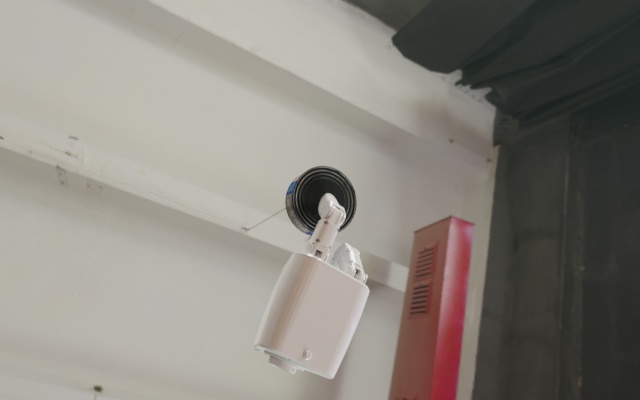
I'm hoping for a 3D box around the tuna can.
[{"bbox_3d":[0.000,0.002,0.598,0.086,0.086,0.034,0,-9,-24],"label":"tuna can"}]
